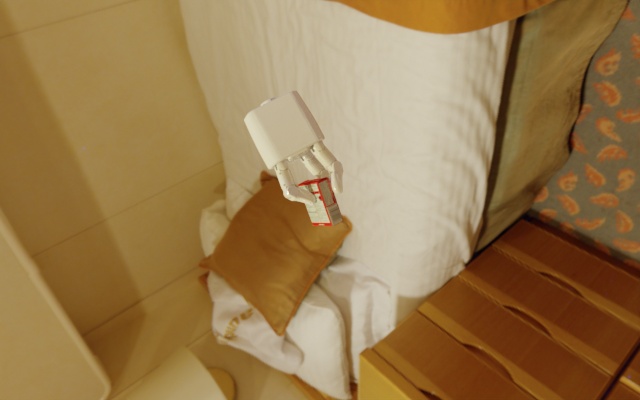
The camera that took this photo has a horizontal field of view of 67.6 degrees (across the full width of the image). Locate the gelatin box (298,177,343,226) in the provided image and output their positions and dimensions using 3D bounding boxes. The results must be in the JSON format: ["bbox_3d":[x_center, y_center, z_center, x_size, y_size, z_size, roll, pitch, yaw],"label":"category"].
[{"bbox_3d":[0.000,0.003,0.894,0.030,0.089,0.073,-24,10,-29],"label":"gelatin box"}]
